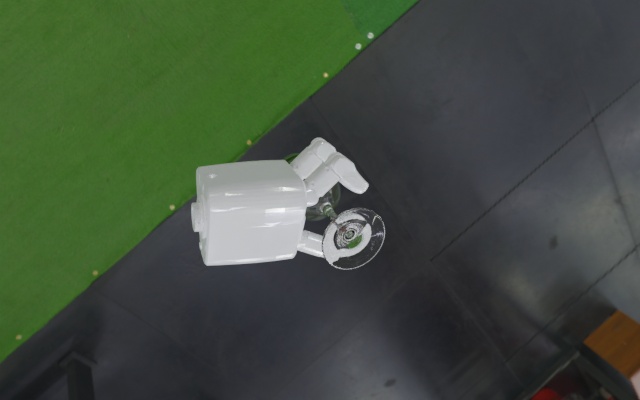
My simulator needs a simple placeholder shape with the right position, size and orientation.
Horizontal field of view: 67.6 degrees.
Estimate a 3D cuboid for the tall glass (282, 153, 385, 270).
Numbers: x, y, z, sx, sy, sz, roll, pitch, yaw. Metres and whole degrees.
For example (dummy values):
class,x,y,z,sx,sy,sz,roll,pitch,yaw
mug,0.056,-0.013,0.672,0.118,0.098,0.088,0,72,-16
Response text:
class,x,y,z,sx,sy,sz,roll,pitch,yaw
tall glass,0.000,0.002,0.593,0.079,0.079,0.201,0,24,-23
